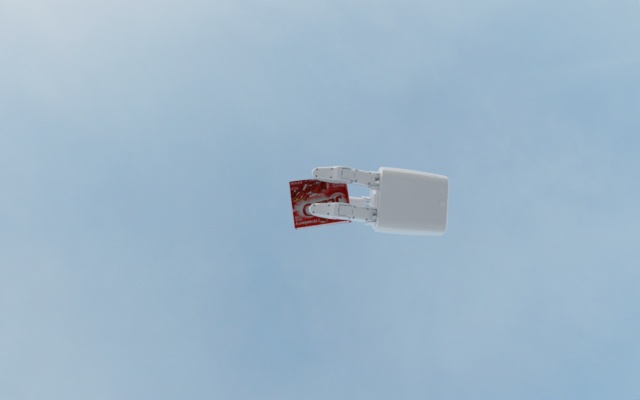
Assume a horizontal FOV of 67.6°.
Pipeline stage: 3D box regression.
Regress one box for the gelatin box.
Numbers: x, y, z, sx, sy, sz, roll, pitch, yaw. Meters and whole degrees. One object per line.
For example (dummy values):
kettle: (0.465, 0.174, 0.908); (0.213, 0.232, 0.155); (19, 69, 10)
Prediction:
gelatin box: (0.000, 0.003, 0.731); (0.089, 0.073, 0.030); (-8, -9, 1)
